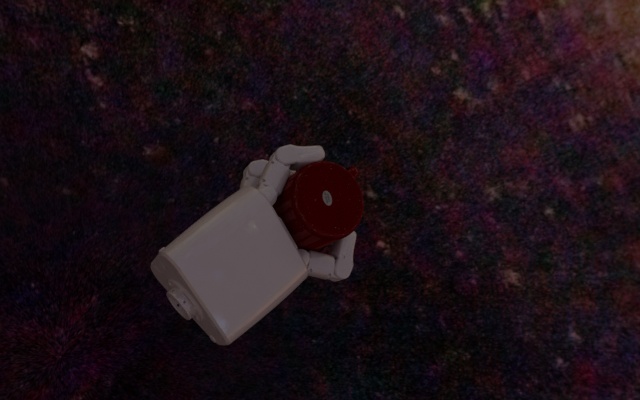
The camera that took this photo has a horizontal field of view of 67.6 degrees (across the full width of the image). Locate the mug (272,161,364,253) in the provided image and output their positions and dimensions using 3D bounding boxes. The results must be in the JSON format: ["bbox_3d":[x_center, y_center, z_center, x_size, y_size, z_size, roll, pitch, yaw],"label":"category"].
[{"bbox_3d":[0.001,0.001,0.507,0.117,0.093,0.081,-41,5,-31],"label":"mug"}]
